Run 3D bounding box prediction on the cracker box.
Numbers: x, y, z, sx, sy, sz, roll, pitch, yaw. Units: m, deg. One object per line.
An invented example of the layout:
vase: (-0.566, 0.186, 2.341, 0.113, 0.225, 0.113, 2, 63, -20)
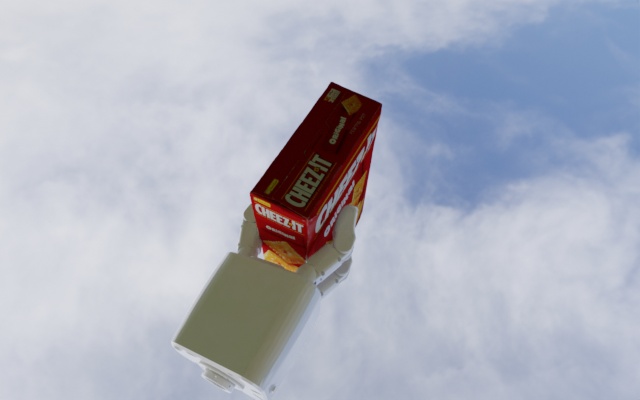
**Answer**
cracker box: (0.000, 0.002, 0.551, 0.072, 0.164, 0.214, 25, -29, 13)
